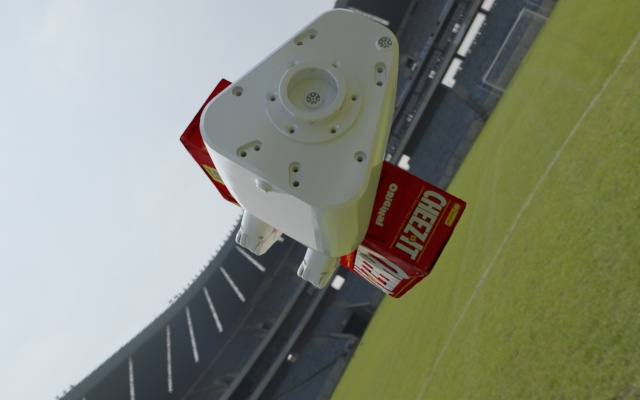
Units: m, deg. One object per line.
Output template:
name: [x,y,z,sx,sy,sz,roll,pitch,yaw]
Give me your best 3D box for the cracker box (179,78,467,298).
cracker box: [0.000,0.001,0.427,0.213,0.072,0.164,29,-13,10]
